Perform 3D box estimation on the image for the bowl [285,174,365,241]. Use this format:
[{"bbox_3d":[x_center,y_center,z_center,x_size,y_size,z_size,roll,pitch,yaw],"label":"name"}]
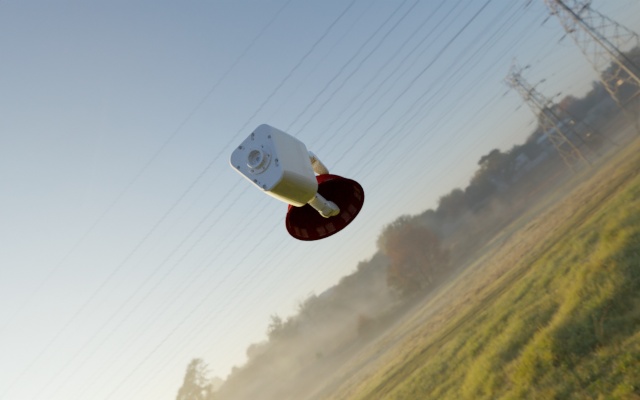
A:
[{"bbox_3d":[0.000,0.003,0.900,0.162,0.162,0.055,0,42,-32],"label":"bowl"}]
